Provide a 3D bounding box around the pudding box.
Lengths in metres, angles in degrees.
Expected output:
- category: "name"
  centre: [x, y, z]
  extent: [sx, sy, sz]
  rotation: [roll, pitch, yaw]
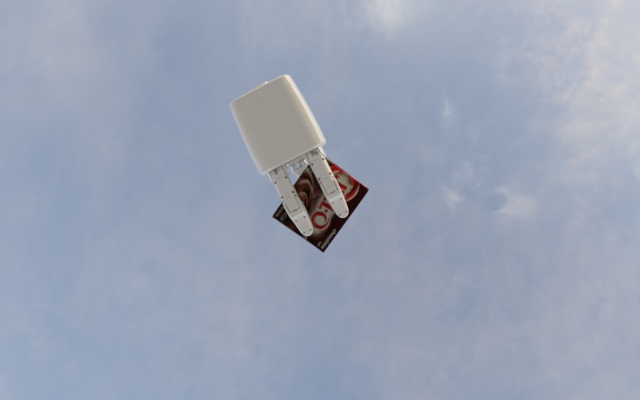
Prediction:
- category: "pudding box"
  centre: [0.000, 0.002, 0.676]
  extent: [0.090, 0.113, 0.039]
  rotation: [35, 4, -3]
